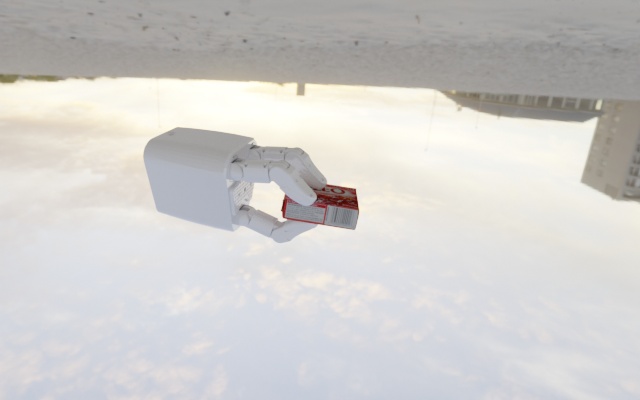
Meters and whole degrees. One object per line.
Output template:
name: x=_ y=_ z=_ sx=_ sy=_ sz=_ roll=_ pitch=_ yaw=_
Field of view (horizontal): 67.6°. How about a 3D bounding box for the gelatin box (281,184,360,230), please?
gelatin box: x=0.000 y=0.002 z=0.575 sx=0.089 sy=0.030 sz=0.073 roll=10 pitch=20 yaw=-3
